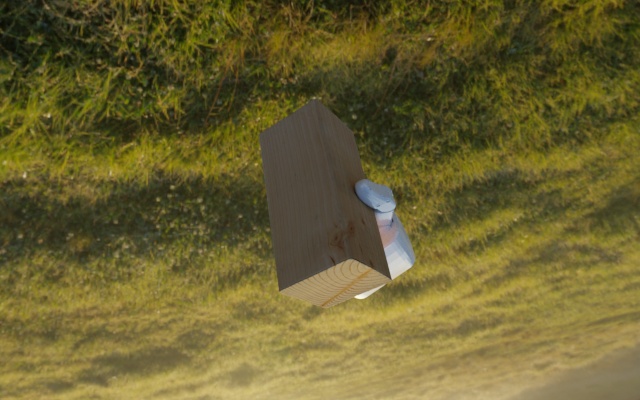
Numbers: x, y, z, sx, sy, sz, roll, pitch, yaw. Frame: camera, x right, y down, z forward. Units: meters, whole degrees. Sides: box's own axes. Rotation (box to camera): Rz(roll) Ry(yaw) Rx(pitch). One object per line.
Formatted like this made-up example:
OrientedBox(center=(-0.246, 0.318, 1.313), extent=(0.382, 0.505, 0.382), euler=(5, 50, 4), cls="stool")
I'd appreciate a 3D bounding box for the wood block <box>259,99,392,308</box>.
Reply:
OrientedBox(center=(0.001, 0.002, 0.541), extent=(0.091, 0.206, 0.090), euler=(-28, -36, 24), cls="wood block")
